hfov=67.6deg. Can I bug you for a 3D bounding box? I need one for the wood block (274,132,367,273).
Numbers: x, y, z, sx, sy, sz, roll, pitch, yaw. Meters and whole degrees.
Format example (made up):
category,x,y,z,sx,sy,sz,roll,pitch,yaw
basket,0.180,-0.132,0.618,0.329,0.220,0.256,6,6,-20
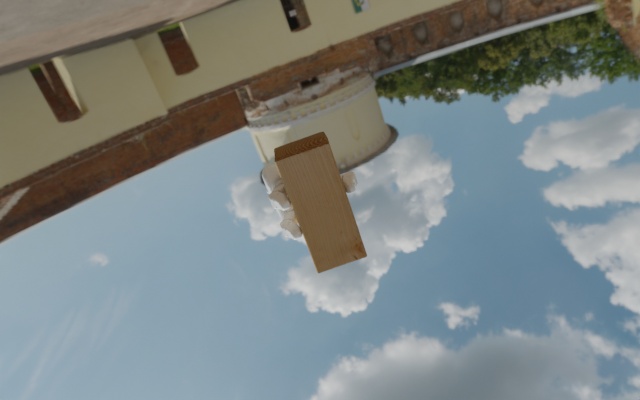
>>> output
category,x,y,z,sx,sy,sz,roll,pitch,yaw
wood block,0.000,0.002,0.799,0.091,0.206,0.090,-20,21,1
